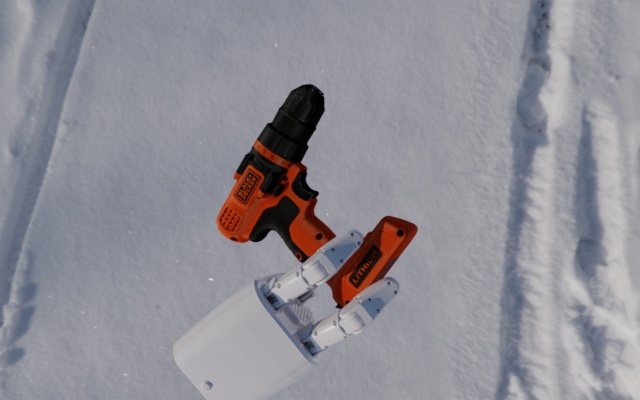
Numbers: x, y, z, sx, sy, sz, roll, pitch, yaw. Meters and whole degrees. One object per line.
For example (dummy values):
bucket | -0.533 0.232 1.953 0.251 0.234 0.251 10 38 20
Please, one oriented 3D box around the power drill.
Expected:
power drill | 0.000 0.002 0.478 0.187 0.184 0.057 38 18 19
